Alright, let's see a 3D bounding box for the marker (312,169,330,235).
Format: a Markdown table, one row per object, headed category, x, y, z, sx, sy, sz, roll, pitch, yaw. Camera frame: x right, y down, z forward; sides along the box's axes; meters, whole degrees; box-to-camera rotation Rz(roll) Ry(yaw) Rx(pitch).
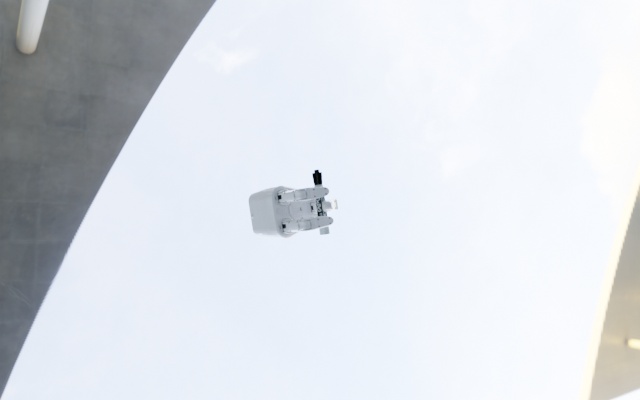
| category | x | y | z | sx | sy | sz | roll | pitch | yaw |
| --- | --- | --- | --- | --- | --- | --- | --- | --- | --- |
| marker | 0.000 | 0.003 | 0.883 | 0.020 | 0.121 | 0.020 | -8 | 1 | 0 |
